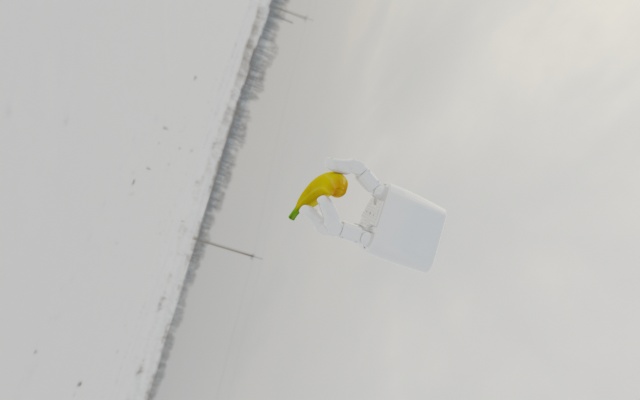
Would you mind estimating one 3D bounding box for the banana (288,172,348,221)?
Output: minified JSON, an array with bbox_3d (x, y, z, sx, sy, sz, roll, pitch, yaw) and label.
[{"bbox_3d":[0.005,-0.013,0.763,0.037,0.069,0.198,26,-22,-14],"label":"banana"}]
